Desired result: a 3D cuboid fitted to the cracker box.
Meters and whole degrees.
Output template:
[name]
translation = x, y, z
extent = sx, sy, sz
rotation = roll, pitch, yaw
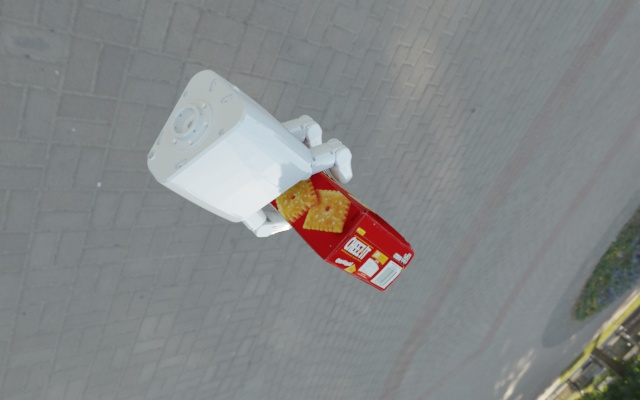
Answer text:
[cracker box]
translation = 0.000, 0.002, 0.580
extent = 0.213, 0.072, 0.164
rotation = 45, 5, 35
